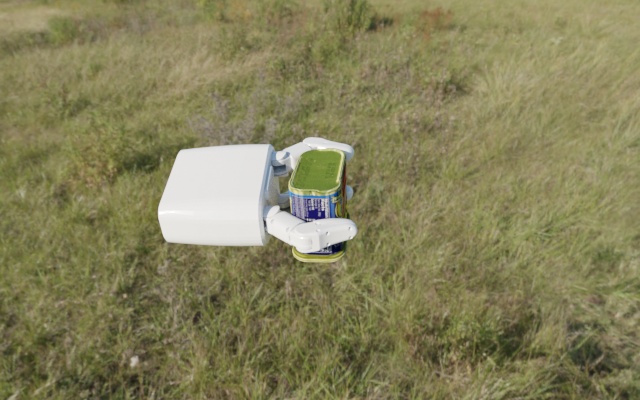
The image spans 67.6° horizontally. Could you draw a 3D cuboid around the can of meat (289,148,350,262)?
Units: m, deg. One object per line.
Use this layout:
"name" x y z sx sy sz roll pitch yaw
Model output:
"can of meat" 0.000 0.001 0.510 0.057 0.084 0.102 1 31 8
